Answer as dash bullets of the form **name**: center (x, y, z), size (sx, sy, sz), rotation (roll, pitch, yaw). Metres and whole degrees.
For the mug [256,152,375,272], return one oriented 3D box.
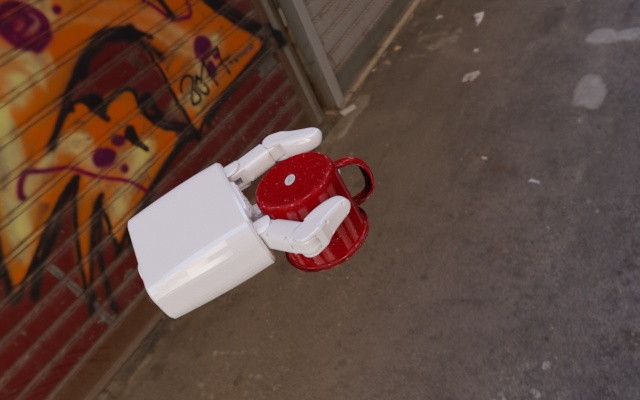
- **mug**: center (0.001, 0.001, 0.462), size (0.117, 0.081, 0.093), rotation (-33, 36, -4)
